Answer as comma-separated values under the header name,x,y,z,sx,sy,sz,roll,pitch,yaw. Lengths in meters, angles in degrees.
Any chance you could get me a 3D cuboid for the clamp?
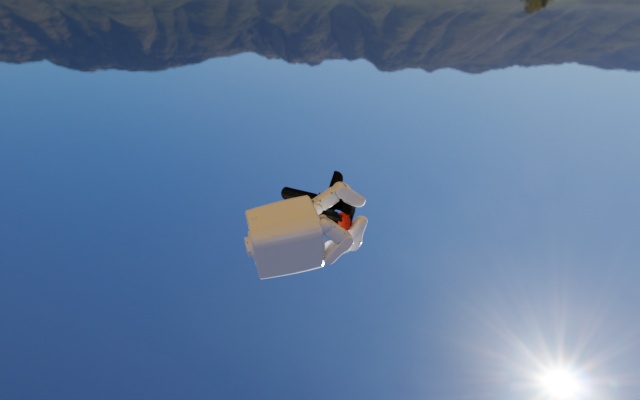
name,x,y,z,sx,sy,sz,roll,pitch,yaw
clamp,0.000,0.003,0.829,0.120,0.039,0.171,-19,29,-4
